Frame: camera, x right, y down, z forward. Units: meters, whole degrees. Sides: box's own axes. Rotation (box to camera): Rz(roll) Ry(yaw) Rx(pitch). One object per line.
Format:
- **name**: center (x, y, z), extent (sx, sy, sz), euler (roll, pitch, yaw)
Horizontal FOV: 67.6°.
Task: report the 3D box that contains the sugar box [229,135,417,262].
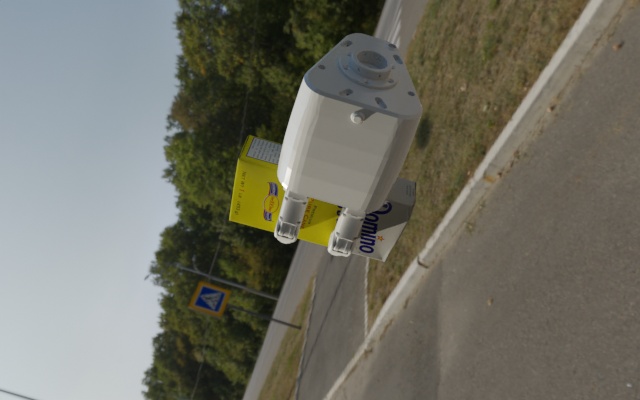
- **sugar box**: center (0.000, 0.002, 0.493), extent (0.176, 0.093, 0.048), euler (16, 45, -1)
